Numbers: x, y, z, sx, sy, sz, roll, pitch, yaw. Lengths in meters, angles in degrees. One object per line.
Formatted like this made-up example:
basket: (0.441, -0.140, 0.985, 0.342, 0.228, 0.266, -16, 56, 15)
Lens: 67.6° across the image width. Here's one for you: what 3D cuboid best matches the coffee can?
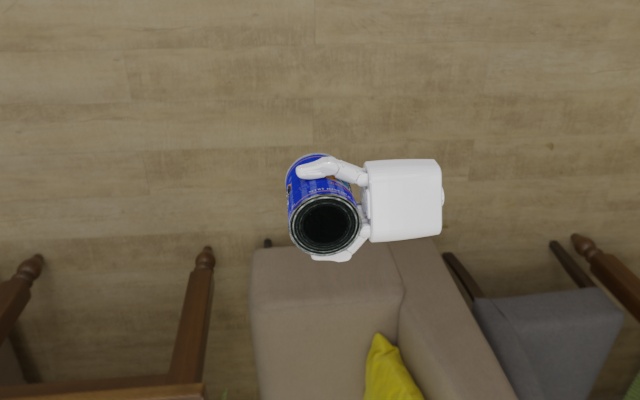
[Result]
coffee can: (0.000, 0.002, 0.720, 0.103, 0.103, 0.140, 0, 29, -6)
